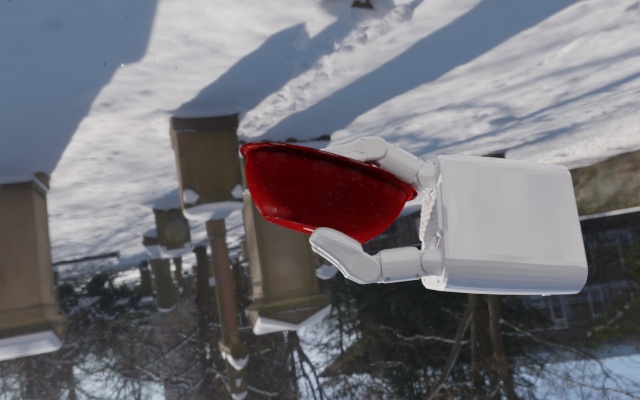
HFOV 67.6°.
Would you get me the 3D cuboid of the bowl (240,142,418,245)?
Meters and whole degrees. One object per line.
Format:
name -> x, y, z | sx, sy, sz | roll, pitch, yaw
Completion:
bowl -> -0.001, 0.002, 0.422 | 0.162, 0.055, 0.162 | 15, -8, 2
